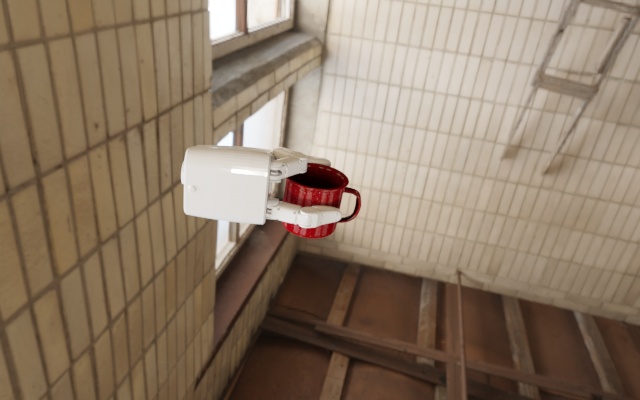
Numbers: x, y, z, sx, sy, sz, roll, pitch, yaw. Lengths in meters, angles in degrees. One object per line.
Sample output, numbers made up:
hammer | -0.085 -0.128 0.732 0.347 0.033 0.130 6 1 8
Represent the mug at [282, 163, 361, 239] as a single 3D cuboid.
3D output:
mug | 0.002 0.003 0.686 0.117 0.081 0.093 7 26 -6
